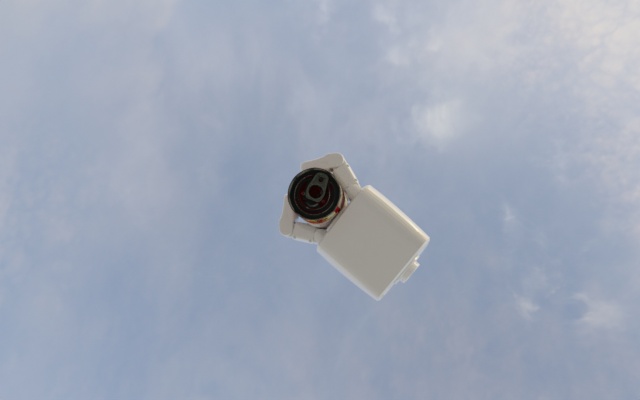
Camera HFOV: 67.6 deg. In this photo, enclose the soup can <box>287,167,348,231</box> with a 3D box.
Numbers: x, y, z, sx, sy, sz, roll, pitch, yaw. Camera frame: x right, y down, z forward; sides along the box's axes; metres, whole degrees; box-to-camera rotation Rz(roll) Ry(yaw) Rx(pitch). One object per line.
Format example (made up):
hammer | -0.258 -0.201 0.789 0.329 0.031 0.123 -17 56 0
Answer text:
soup can | 0.000 0.002 0.641 0.068 0.068 0.102 0 -12 10
